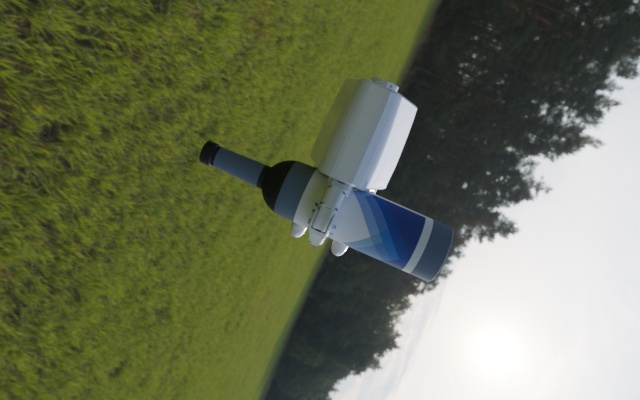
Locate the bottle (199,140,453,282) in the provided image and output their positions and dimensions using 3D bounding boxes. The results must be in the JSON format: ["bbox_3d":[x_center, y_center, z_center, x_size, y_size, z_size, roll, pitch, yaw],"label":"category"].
[{"bbox_3d":[0.000,0.002,0.545,0.295,0.069,0.069,24,1,4],"label":"bottle"}]
